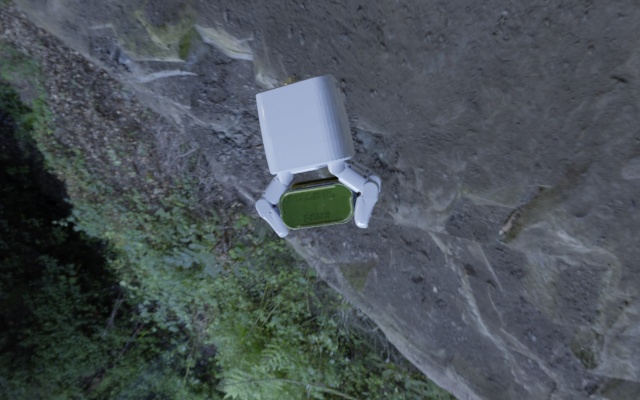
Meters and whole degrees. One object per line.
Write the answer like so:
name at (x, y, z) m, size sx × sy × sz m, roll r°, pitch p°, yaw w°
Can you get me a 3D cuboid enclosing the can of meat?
can of meat at (0.000, 0.002, 0.639) m, size 0.102 × 0.057 × 0.084 m, roll -9°, pitch 7°, yaw 9°
